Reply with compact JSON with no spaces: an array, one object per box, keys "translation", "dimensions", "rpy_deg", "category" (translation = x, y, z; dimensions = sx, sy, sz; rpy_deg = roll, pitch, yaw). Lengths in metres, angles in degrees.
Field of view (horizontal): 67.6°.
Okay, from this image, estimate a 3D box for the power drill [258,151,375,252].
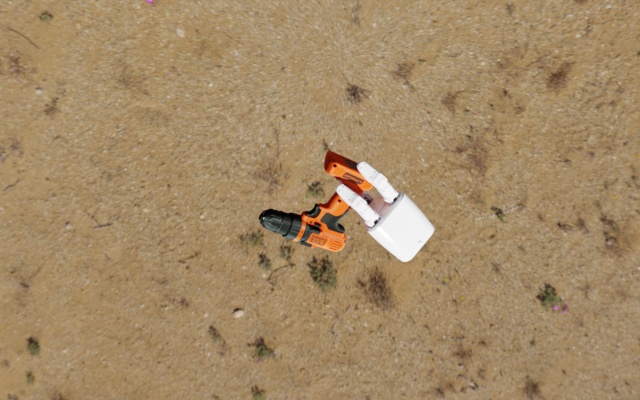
[{"translation":[0.001,0.003,0.889],"dimensions":[0.184,0.188,0.057],"rpy_deg":[19,27,-29],"category":"power drill"}]
